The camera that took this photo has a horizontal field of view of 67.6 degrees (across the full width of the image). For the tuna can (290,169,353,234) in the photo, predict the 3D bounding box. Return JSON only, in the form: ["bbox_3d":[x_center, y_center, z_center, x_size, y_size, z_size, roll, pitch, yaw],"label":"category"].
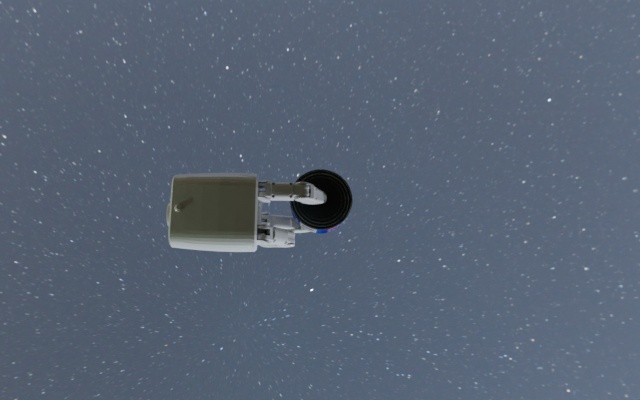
[{"bbox_3d":[0.000,0.002,0.666,0.086,0.086,0.034,0,-15,-4],"label":"tuna can"}]
